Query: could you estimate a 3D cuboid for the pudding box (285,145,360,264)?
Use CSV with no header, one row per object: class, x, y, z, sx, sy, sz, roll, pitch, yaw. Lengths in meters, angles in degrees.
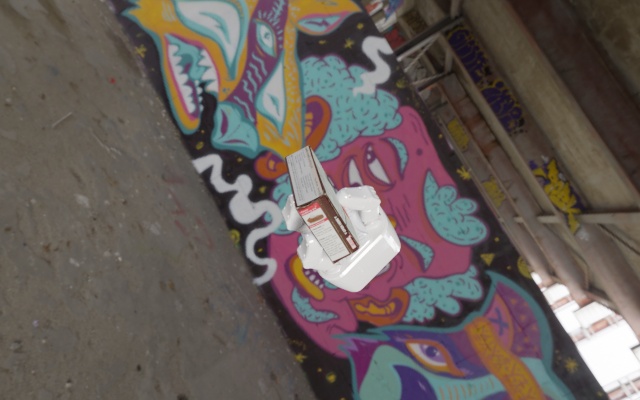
pudding box,0.000,0.002,0.541,0.039,0.090,0.113,-29,34,6
